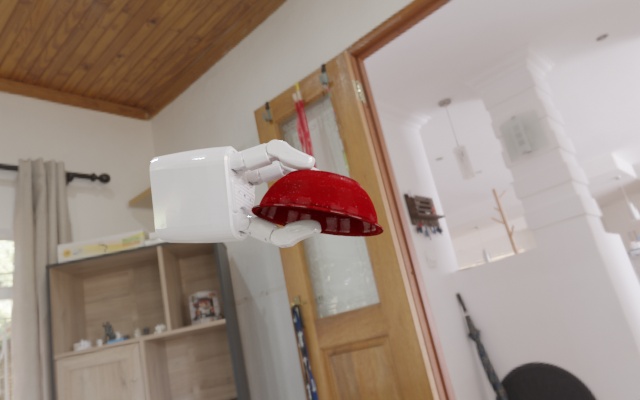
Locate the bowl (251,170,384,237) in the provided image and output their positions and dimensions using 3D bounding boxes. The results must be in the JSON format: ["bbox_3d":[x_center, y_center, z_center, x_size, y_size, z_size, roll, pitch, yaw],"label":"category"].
[{"bbox_3d":[0.001,0.002,0.585,0.162,0.055,0.162,9,-12,2],"label":"bowl"}]
